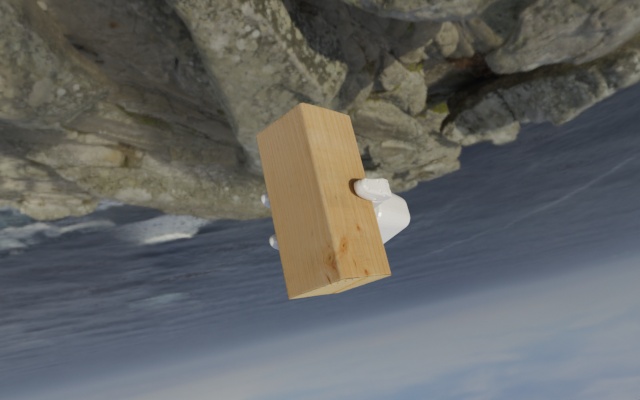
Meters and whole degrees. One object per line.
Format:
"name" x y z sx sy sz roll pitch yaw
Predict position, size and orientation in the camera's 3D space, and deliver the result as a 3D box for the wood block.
"wood block" 0.001 0.002 0.570 0.091 0.206 0.090 -27 -21 39
